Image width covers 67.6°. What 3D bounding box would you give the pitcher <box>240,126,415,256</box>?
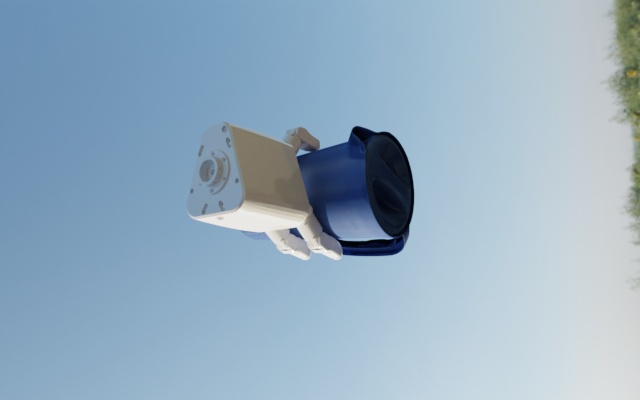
[{"bbox_3d":[0.000,0.002,0.658,0.243,0.149,0.145,-8,-13,35],"label":"pitcher"}]
